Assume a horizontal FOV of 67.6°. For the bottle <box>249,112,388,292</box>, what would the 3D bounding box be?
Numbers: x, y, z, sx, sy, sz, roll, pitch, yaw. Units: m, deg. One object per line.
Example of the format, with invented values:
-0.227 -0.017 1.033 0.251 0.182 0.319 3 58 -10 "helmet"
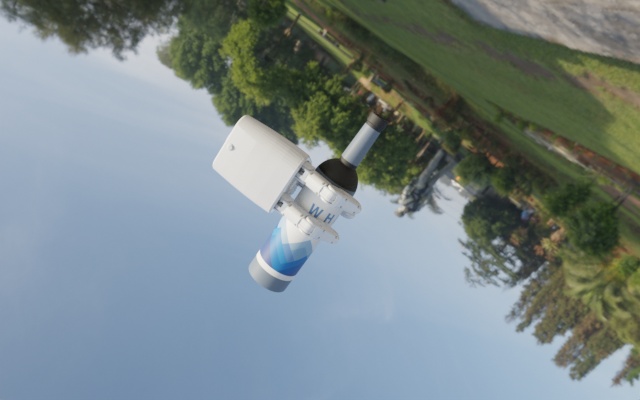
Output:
0.000 0.003 0.689 0.069 0.296 0.069 32 17 -11 "bottle"
